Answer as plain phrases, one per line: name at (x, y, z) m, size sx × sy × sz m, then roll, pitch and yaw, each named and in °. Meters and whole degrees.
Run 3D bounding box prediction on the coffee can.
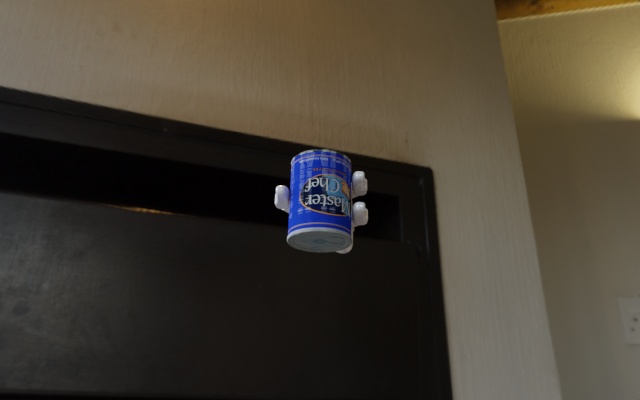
coffee can at (0.000, 0.003, 0.777) m, size 0.103 × 0.140 × 0.103 m, roll 1°, pitch -24°, yaw 0°
